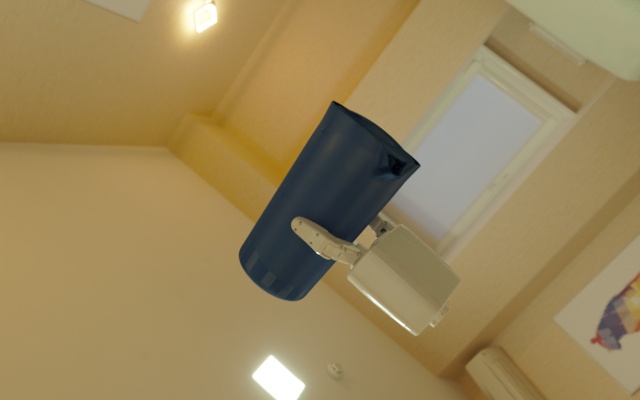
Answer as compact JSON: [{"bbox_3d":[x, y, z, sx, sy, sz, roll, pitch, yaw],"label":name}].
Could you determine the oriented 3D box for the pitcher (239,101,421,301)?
[{"bbox_3d":[0.000,0.002,0.615,0.145,0.243,0.149,41,15,13],"label":"pitcher"}]
